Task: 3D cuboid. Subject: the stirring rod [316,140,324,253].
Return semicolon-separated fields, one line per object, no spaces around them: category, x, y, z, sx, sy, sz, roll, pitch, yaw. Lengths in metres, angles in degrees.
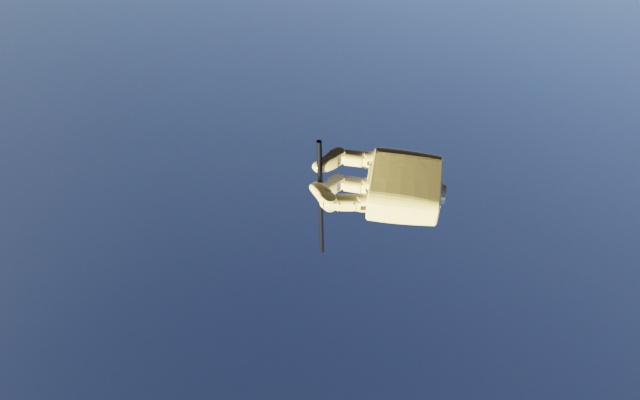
stirring rod;0.000;0.003;0.774;0.011;0.240;0.011;-1;43;1
